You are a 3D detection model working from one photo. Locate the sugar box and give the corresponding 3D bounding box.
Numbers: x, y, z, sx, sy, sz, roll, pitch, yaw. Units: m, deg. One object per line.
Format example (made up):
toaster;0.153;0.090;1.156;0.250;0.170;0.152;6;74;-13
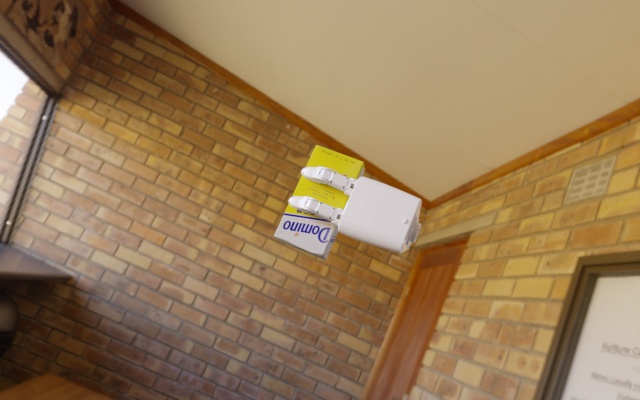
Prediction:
sugar box;0.000;0.002;0.814;0.093;0.176;0.048;21;-14;14
